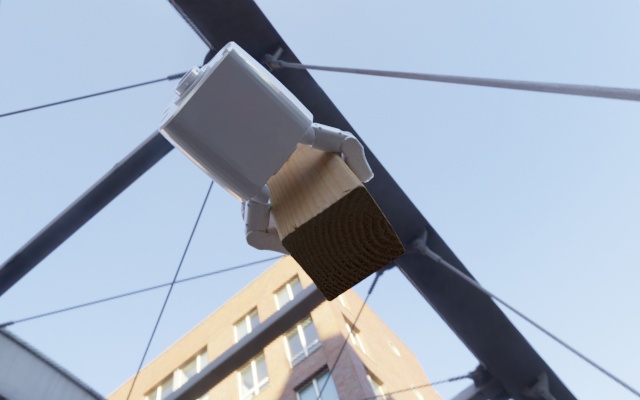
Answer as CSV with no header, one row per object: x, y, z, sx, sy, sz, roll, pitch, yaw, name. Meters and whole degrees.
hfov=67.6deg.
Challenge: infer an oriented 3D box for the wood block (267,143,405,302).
0.000,0.001,0.525,0.091,0.090,0.206,-34,27,3,wood block
